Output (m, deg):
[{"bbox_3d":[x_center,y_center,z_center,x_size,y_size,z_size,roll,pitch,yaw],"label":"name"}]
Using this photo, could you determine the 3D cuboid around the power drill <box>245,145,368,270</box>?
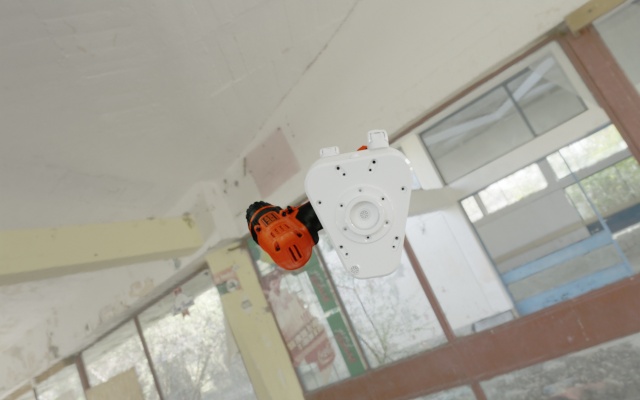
[{"bbox_3d":[0.001,0.002,0.589,0.187,0.057,0.184,-33,23,-10],"label":"power drill"}]
